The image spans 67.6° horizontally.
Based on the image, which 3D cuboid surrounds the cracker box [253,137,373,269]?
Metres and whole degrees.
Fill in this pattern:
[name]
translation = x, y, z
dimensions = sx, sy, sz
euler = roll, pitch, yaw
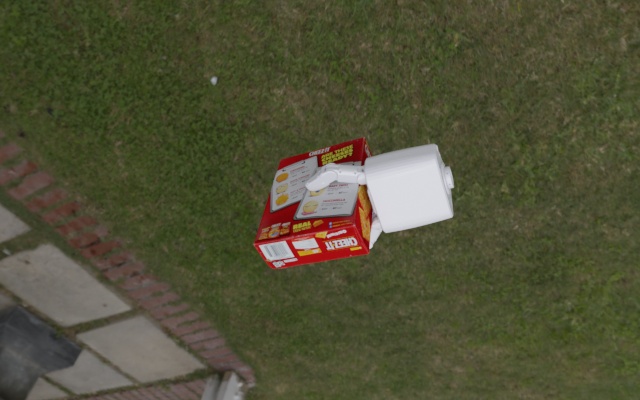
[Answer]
[cracker box]
translation = 0.000, 0.003, 0.773
dimensions = 0.164, 0.072, 0.213
euler = -13, 38, 20
